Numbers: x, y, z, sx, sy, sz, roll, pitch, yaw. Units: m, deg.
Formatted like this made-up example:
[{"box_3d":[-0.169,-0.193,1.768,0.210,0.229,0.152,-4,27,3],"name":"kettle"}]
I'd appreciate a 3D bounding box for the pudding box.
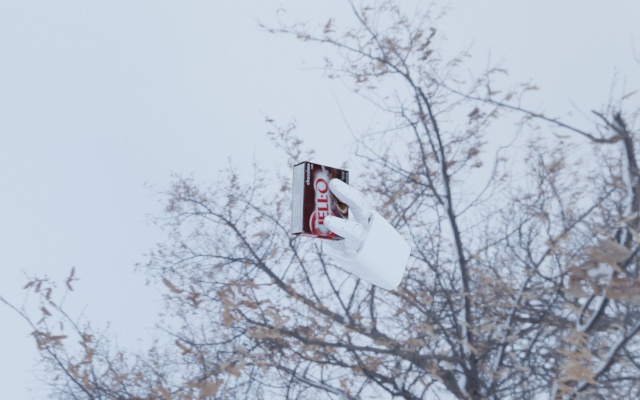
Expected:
[{"box_3d":[0.000,0.002,0.741,0.090,0.113,0.039,10,-16,-39],"name":"pudding box"}]
